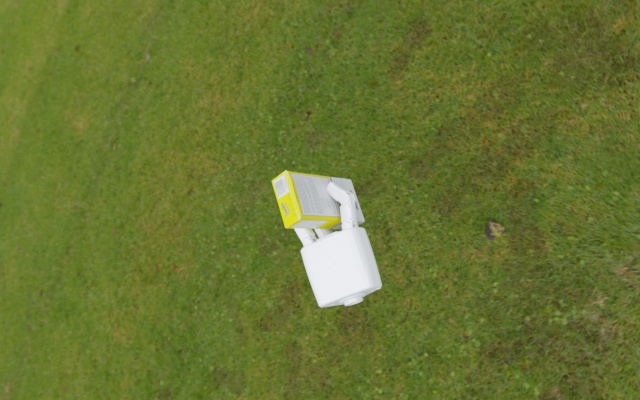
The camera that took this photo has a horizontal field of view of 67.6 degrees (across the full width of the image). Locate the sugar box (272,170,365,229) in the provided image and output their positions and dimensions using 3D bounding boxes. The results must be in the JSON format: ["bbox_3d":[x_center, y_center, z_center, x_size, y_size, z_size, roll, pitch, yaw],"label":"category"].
[{"bbox_3d":[0.000,0.003,0.855,0.048,0.093,0.176,-30,-23,33],"label":"sugar box"}]
